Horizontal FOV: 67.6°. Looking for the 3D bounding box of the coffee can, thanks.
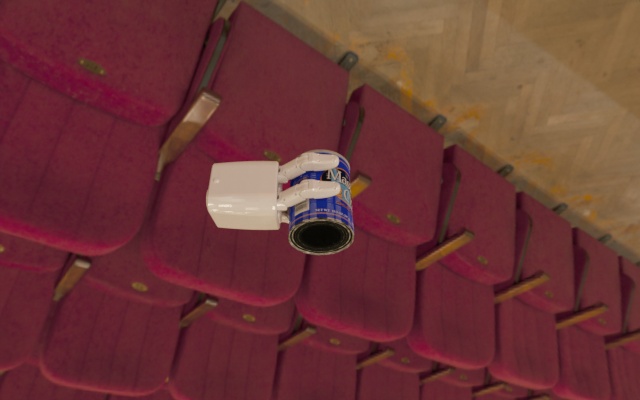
[{"bbox_3d":[0.000,0.002,0.776,0.103,0.140,0.103,-1,-37,-1],"label":"coffee can"}]
